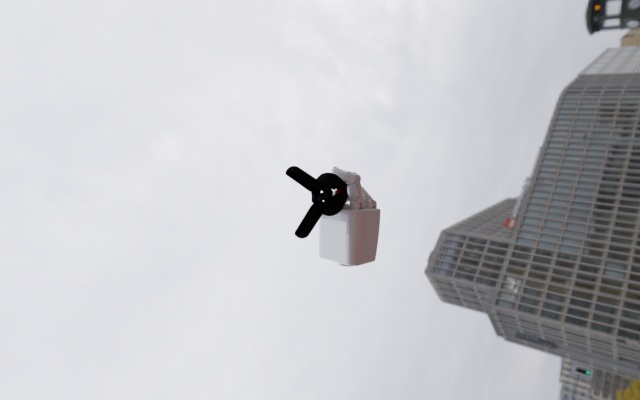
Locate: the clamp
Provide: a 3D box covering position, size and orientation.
[{"bbox_3d":[0.000,0.003,0.843,0.039,0.120,0.171,3,2,38],"label":"clamp"}]
